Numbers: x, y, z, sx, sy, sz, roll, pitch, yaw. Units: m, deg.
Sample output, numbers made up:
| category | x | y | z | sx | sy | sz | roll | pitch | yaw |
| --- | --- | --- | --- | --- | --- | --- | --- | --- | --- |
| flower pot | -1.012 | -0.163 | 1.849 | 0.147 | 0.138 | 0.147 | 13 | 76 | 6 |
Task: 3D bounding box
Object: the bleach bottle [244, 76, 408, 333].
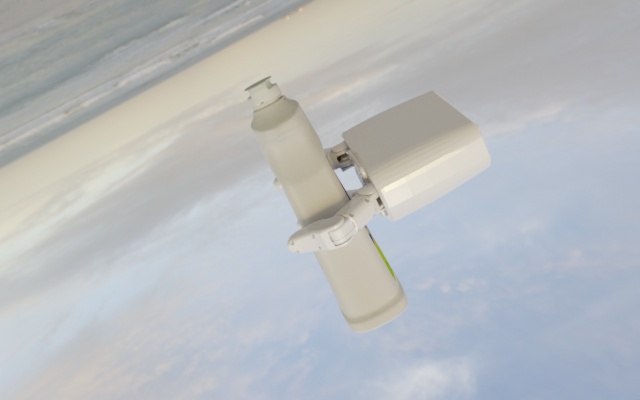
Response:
| category | x | y | z | sx | sy | sz | roll | pitch | yaw |
| --- | --- | --- | --- | --- | --- | --- | --- | --- | --- |
| bleach bottle | 0.000 | 0.002 | 0.463 | 0.068 | 0.251 | 0.102 | -28 | 21 | 1 |
